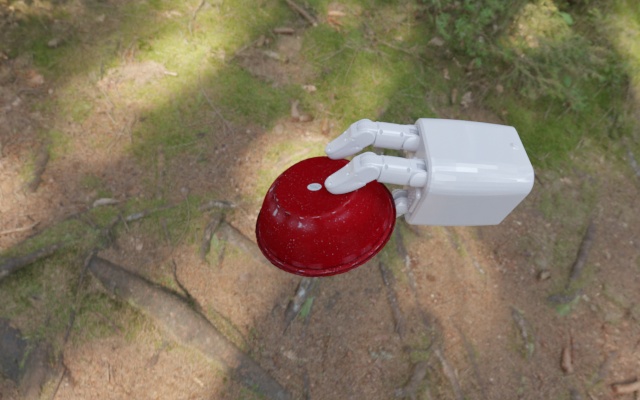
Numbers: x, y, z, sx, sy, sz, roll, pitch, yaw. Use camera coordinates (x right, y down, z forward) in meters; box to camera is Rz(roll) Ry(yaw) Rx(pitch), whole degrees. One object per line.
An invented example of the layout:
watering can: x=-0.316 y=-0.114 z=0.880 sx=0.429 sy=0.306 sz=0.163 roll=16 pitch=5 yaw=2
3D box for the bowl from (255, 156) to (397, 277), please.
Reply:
bowl: x=-0.001 y=0.002 z=0.520 sx=0.162 sy=0.162 sz=0.055 roll=0 pitch=-42 yaw=15
